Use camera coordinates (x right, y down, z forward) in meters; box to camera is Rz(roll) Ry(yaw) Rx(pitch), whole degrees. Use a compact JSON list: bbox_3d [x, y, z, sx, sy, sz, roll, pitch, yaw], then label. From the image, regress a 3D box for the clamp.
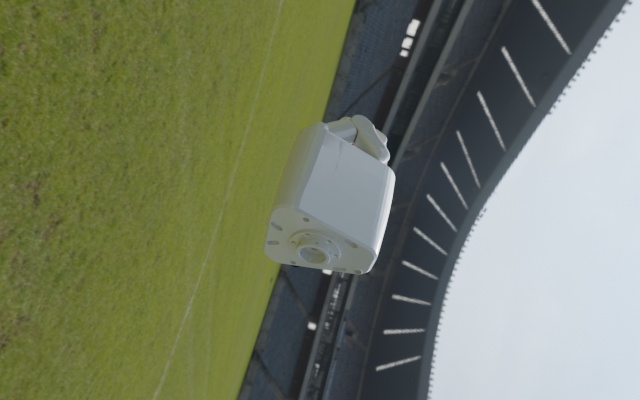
[{"bbox_3d":[0.001,0.002,0.579,0.039,0.120,0.172,18,-40,0],"label":"clamp"}]
